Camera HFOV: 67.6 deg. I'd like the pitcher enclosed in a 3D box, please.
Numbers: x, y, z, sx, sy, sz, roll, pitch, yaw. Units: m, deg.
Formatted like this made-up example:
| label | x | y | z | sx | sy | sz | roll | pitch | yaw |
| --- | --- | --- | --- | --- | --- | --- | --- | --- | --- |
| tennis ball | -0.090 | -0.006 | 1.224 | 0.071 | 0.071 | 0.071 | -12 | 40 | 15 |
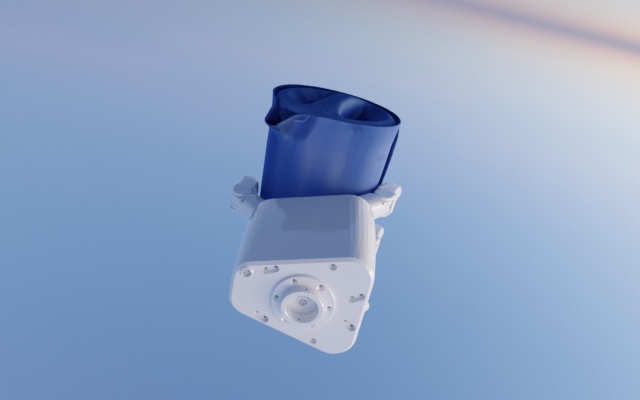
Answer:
| label | x | y | z | sx | sy | sz | roll | pitch | yaw |
| --- | --- | --- | --- | --- | --- | --- | --- | --- | --- |
| pitcher | 0.000 | 0.002 | 0.537 | 0.149 | 0.243 | 0.145 | 12 | 25 | -4 |
